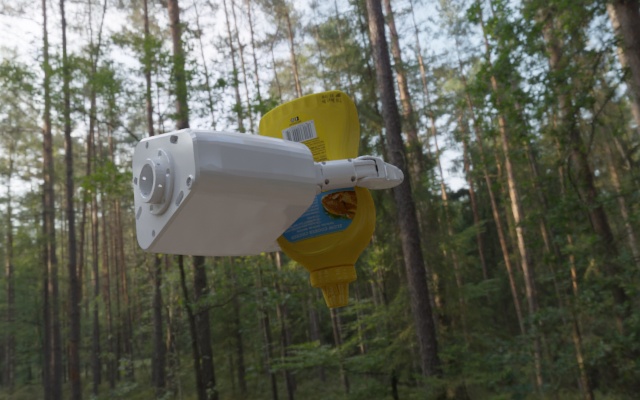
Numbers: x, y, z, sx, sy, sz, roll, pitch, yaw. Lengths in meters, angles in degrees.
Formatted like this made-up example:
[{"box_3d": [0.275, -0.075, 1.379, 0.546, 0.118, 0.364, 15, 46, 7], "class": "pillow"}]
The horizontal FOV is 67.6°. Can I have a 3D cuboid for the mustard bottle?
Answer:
[{"box_3d": [0.000, 0.001, 0.441, 0.096, 0.191, 0.058, -15, -15, 20], "class": "mustard bottle"}]
